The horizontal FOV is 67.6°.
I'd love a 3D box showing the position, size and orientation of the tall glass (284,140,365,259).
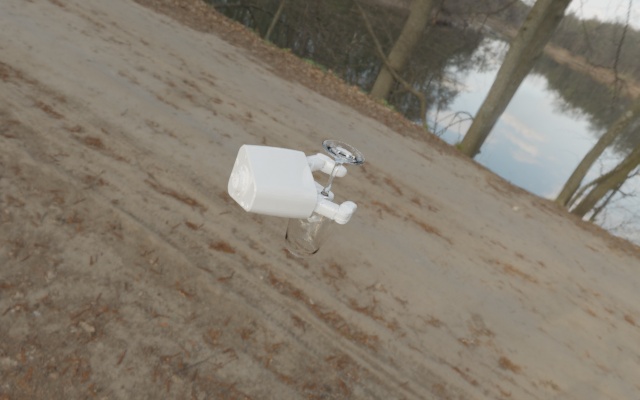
[{"bbox_3d":[0.001,0.002,0.806,0.079,0.201,0.079,19,27,-10],"label":"tall glass"}]
